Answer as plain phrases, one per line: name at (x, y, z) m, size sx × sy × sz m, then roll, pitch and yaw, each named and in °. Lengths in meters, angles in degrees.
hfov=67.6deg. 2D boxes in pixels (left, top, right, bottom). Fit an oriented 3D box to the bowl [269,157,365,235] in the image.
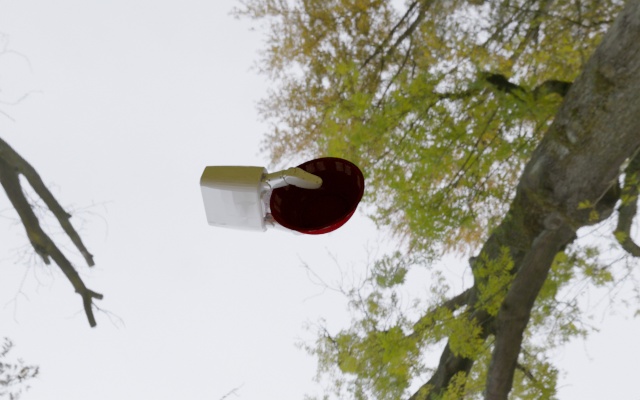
bowl at (0.001, 0.003, 0.788) m, size 0.162 × 0.162 × 0.055 m, roll 0°, pitch -41°, yaw 22°
